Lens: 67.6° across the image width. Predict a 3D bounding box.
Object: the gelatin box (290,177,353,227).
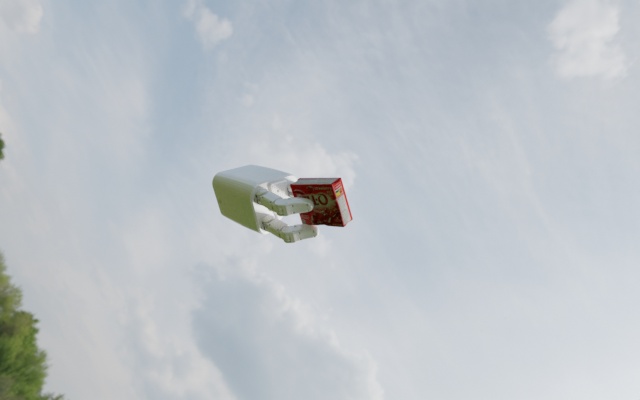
[{"bbox_3d":[0.001,0.002,0.748,0.089,0.073,0.030,2,27,40],"label":"gelatin box"}]
